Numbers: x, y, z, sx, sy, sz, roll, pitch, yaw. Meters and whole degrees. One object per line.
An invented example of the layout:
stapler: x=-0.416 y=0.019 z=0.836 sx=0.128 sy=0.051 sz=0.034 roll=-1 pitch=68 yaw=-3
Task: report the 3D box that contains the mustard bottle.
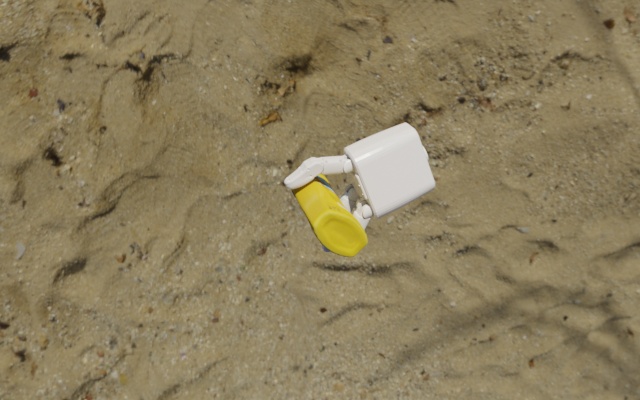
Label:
mustard bottle: x=0.000 y=0.003 z=0.726 sx=0.096 sy=0.058 sz=0.191 roll=38 pitch=11 yaw=-33
